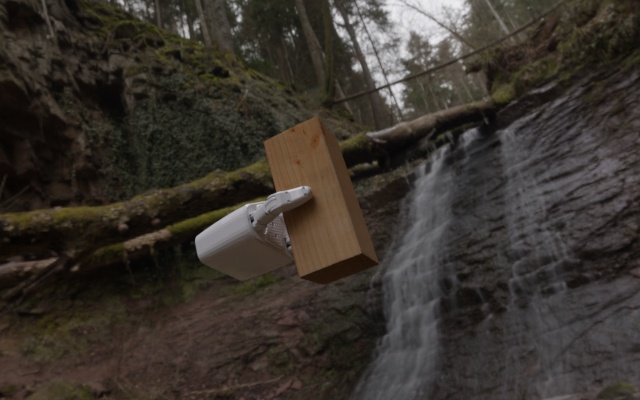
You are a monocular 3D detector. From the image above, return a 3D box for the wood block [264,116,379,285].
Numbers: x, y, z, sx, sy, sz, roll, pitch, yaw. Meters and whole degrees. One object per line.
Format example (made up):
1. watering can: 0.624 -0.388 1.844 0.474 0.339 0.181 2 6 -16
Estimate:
1. wood block: 0.000 0.002 0.670 0.090 0.206 0.091 -23 -22 15
